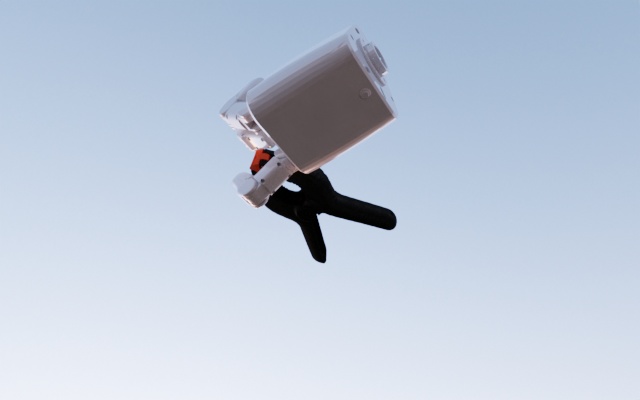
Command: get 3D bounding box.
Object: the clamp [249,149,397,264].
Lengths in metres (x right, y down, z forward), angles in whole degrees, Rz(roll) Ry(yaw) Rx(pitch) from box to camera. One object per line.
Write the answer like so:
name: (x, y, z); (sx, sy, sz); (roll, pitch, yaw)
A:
clamp: (0.000, 0.001, 0.521); (0.120, 0.039, 0.171); (-27, -52, 23)
